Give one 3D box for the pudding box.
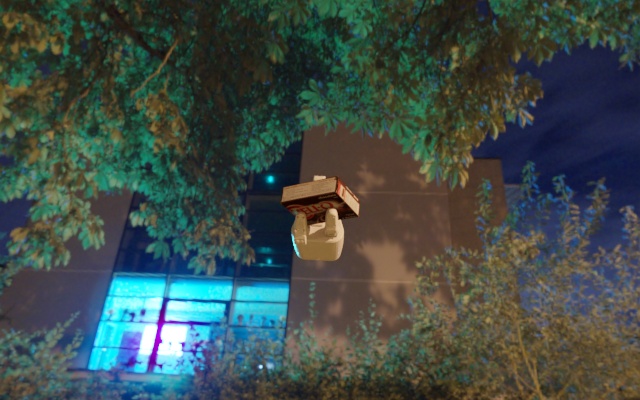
[{"bbox_3d":[0.000,0.003,0.838,0.113,0.039,0.090,-13,-34,26],"label":"pudding box"}]
